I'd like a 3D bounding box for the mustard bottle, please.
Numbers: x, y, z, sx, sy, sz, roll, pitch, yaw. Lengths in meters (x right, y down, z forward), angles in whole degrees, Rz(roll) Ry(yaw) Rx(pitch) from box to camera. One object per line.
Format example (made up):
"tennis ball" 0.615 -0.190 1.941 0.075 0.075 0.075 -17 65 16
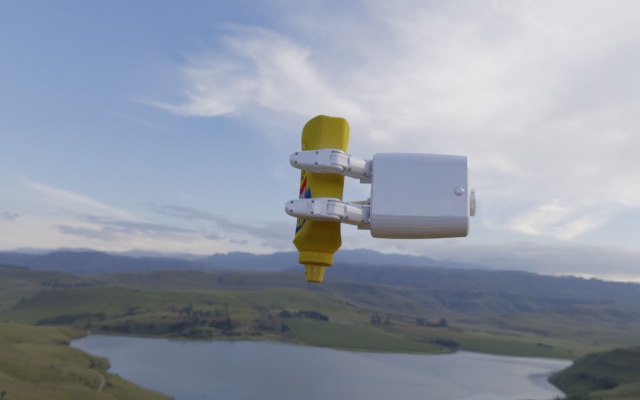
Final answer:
"mustard bottle" 0.000 0.002 0.576 0.058 0.191 0.096 7 -14 -11
